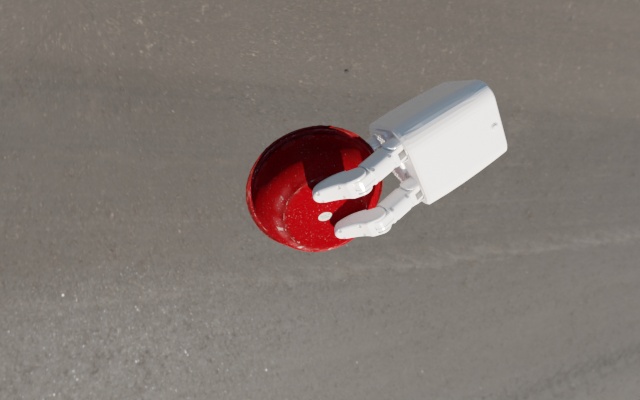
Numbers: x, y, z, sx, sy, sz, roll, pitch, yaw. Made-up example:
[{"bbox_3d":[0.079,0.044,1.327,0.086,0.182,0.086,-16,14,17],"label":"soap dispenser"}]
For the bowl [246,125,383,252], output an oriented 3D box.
[{"bbox_3d":[-0.001,0.003,0.531,0.162,0.162,0.055,0,31,-14],"label":"bowl"}]
